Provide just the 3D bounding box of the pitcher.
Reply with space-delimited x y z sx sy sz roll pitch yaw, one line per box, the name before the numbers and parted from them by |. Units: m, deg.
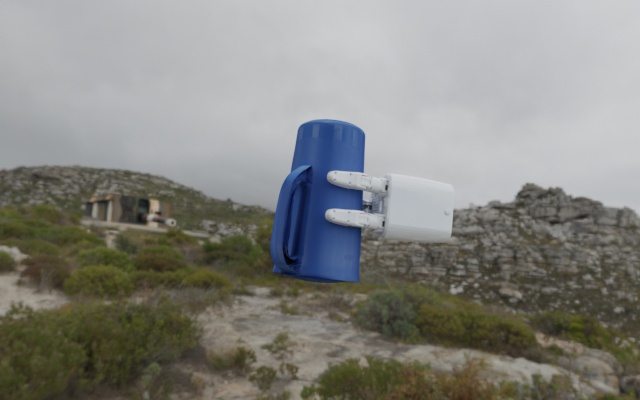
pitcher | 0.000 0.002 0.731 0.145 0.243 0.149 7 -7 -9
